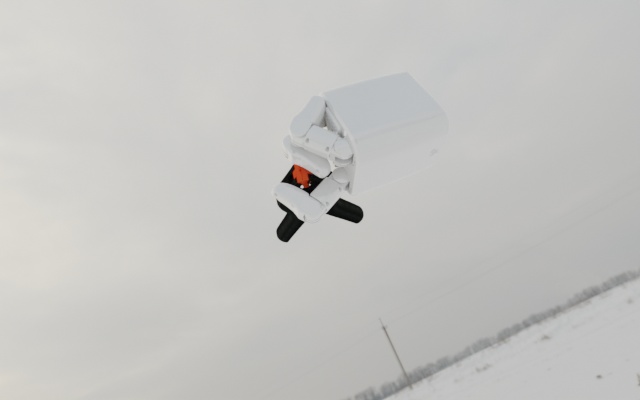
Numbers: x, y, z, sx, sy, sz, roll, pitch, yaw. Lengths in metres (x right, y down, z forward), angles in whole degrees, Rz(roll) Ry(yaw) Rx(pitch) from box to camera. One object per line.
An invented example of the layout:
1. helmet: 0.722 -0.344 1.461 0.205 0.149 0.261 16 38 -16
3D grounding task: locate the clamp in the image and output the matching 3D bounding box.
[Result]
1. clamp: 0.000 0.001 0.590 0.120 0.039 0.171 -17 -23 -9
